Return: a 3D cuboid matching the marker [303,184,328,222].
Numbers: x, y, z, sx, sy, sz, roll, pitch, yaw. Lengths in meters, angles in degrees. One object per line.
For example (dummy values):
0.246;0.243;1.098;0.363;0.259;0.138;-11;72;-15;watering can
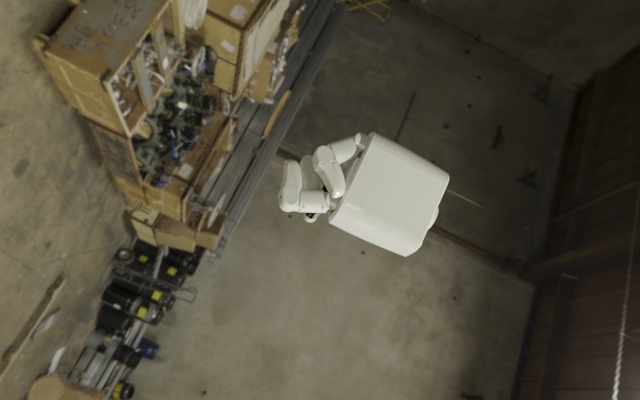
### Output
0.000;0.002;0.605;0.020;0.020;0.121;0;-19;-15;marker
